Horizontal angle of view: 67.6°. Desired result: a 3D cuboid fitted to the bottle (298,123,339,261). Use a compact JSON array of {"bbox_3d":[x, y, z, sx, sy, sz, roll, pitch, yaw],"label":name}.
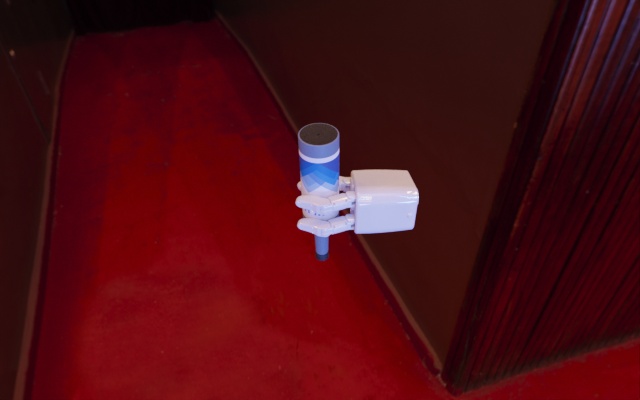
[{"bbox_3d":[0.000,0.003,0.863,0.069,0.296,0.069,-1,42,1],"label":"bottle"}]
